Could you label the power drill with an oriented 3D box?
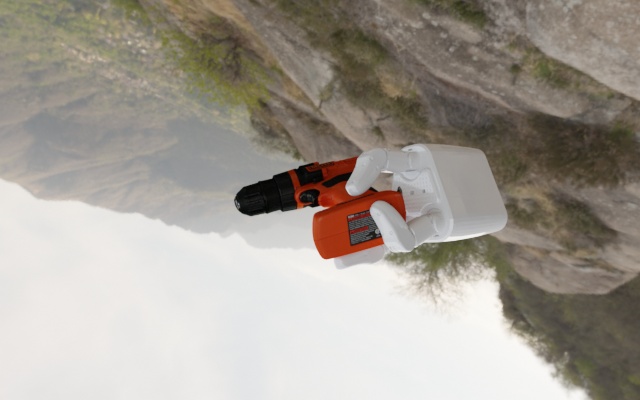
[{"bbox_3d":[0.000,0.002,0.561,0.184,0.057,0.187,-16,24,-13],"label":"power drill"}]
